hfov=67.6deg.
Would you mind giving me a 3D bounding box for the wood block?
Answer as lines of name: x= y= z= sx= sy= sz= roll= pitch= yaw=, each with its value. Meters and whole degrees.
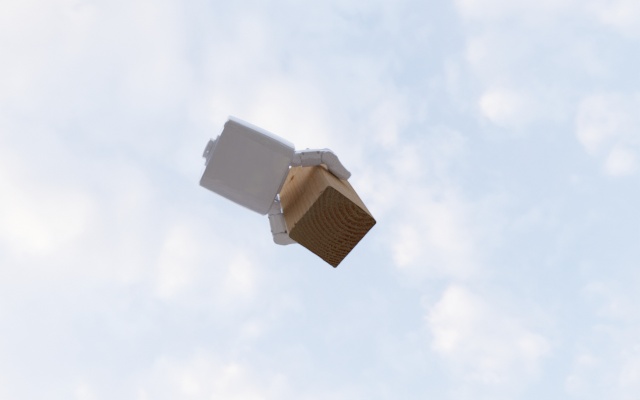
wood block: x=0.000 y=0.002 z=0.729 sx=0.090 sy=0.091 sz=0.206 roll=37 pitch=11 yaw=-20
